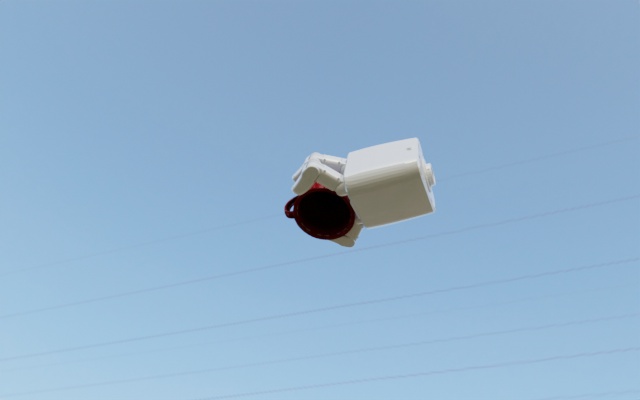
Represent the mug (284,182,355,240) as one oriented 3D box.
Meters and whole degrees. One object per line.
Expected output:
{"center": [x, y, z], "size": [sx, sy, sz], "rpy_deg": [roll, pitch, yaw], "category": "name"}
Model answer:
{"center": [-0.001, 0.003, 0.739], "size": [0.117, 0.093, 0.081], "rpy_deg": [-13, 30, 19], "category": "mug"}
